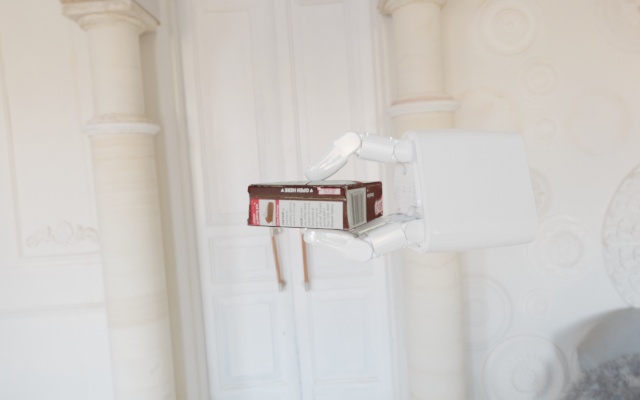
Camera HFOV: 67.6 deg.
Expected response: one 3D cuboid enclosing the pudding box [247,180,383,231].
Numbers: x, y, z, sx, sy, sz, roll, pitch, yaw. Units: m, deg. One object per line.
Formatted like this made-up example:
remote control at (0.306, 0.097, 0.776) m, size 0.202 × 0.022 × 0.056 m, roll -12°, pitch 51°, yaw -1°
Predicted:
pudding box at (0.000, 0.001, 0.426) m, size 0.090 × 0.039 × 0.113 m, roll 0°, pitch 2°, yaw 21°
